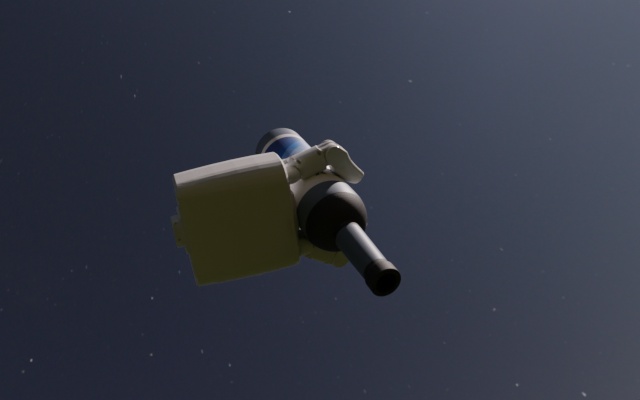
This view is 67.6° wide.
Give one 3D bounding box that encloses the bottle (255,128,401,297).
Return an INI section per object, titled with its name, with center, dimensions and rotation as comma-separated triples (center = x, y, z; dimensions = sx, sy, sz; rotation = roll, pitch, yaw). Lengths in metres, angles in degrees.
[bottle]
center = 0.000, 0.002, 0.505
dimensions = 0.069, 0.069, 0.295
rotation = 0, 26, -24
